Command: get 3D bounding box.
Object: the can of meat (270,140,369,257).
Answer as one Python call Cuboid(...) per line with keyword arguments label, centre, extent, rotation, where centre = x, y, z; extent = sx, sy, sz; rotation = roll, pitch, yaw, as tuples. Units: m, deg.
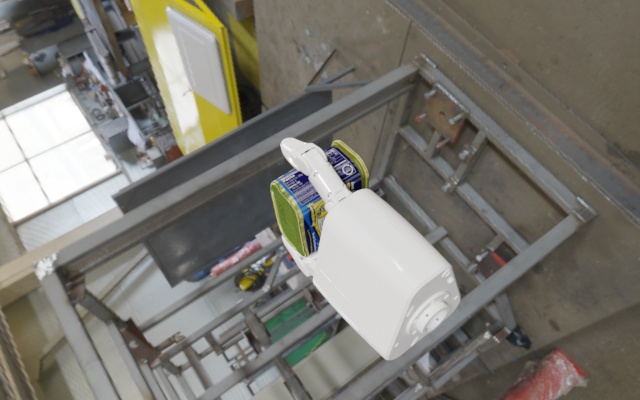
Cuboid(label="can of meat", centre=(0.000, 0.002, 0.492), extent=(0.084, 0.102, 0.057), rotation=(-32, 56, -19))
